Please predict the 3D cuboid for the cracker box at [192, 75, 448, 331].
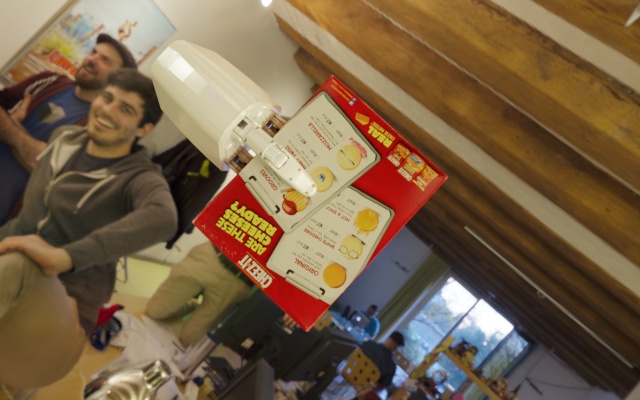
[{"bbox_3d":[0.000,0.002,0.515,0.164,0.213,0.072,43,-2,6],"label":"cracker box"}]
